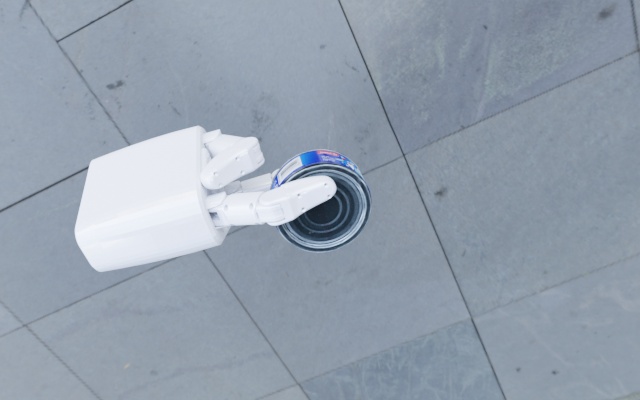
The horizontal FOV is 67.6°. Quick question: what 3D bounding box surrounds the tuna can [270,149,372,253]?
[{"bbox_3d":[0.000,0.002,0.410,0.086,0.086,0.033,0,26,-9],"label":"tuna can"}]
